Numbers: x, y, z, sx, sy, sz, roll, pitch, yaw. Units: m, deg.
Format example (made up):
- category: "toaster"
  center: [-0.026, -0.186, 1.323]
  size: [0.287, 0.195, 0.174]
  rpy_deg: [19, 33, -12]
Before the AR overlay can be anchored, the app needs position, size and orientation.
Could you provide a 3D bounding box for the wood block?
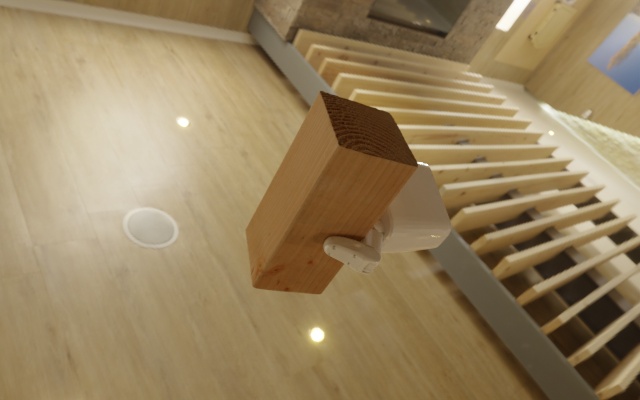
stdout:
- category: "wood block"
  center: [0.000, 0.002, 0.511]
  size: [0.090, 0.090, 0.206]
  rpy_deg: [11, -50, -27]
